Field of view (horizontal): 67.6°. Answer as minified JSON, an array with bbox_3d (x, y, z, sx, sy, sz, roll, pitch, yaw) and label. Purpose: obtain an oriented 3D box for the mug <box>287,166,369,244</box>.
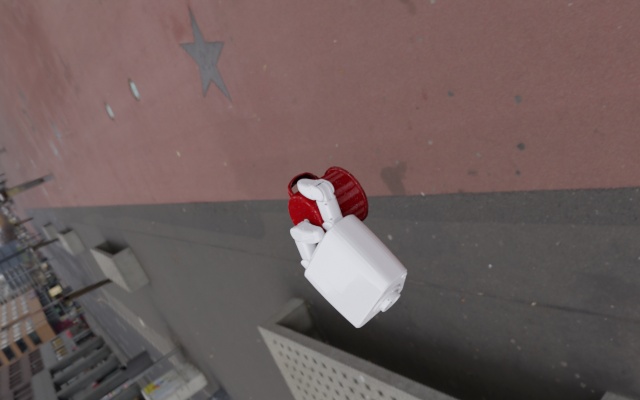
[{"bbox_3d":[-0.001,0.001,0.691,0.081,0.117,0.093,-32,-27,-30],"label":"mug"}]
